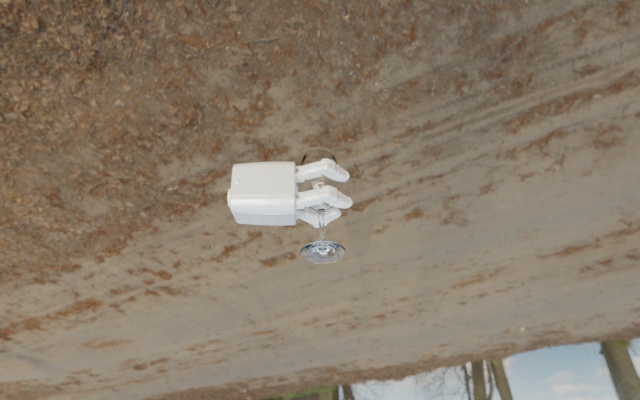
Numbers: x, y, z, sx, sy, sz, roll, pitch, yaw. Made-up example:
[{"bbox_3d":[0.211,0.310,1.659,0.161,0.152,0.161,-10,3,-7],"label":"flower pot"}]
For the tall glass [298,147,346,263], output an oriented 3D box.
[{"bbox_3d":[0.000,0.003,0.829,0.079,0.201,0.079,-1,-34,-1],"label":"tall glass"}]
